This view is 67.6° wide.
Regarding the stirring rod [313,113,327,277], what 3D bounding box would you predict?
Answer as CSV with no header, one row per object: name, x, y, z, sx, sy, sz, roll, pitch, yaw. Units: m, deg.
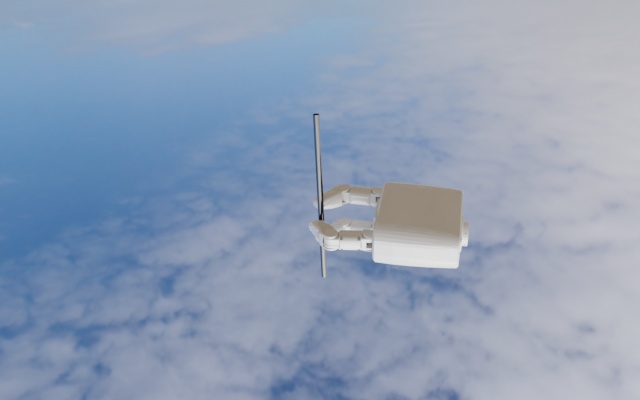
stirring rod,0.000,0.002,0.637,0.011,0.240,0.011,-2,27,1
